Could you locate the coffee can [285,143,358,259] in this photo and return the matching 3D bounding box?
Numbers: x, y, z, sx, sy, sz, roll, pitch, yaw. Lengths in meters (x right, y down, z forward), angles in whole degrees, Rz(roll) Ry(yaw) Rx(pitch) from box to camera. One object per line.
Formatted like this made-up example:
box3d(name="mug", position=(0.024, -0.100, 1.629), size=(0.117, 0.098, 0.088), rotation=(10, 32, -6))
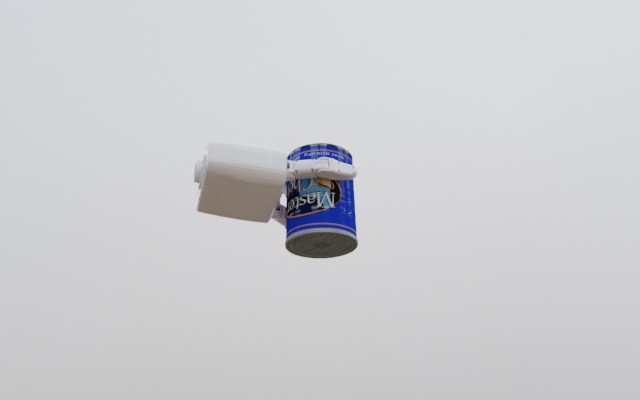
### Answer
box3d(name="coffee can", position=(0.000, 0.002, 0.700), size=(0.103, 0.140, 0.103), rotation=(-1, -26, -1))
